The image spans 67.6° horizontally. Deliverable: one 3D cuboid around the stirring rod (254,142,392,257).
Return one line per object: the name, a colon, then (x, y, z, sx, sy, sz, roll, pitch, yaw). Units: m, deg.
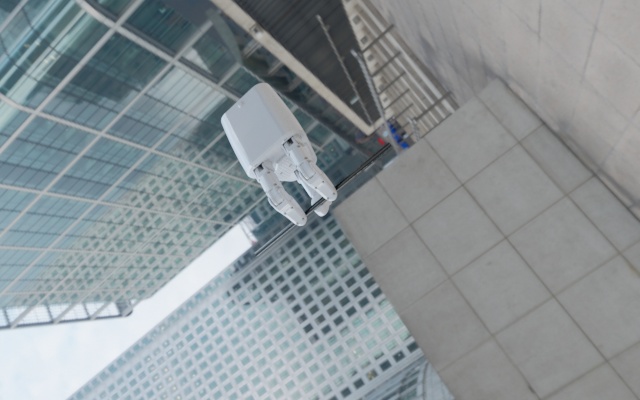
stirring rod: (0.000, 0.002, 0.643, 0.239, 0.011, 0.011, -39, -11, 14)
